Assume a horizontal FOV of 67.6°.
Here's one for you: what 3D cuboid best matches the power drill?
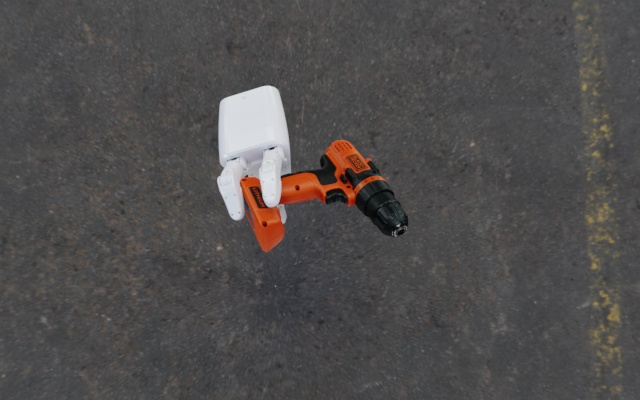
[{"bbox_3d":[0.000,0.002,0.630,0.187,0.057,0.184,-17,45,-18],"label":"power drill"}]
